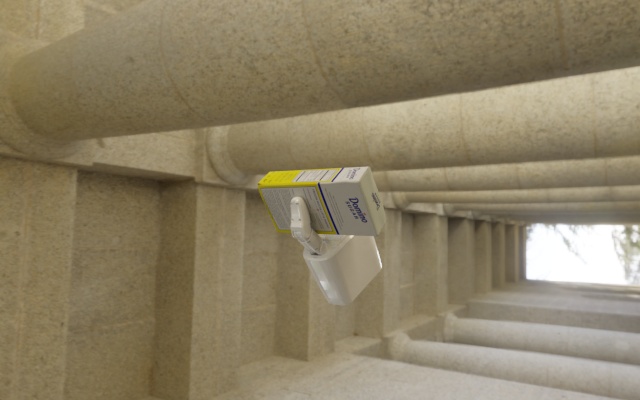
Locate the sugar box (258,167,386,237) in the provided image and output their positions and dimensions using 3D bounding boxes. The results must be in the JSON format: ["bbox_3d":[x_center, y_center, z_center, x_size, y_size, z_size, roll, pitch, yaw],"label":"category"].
[{"bbox_3d":[0.000,0.002,0.691,0.176,0.093,0.048,-1,34,32],"label":"sugar box"}]
